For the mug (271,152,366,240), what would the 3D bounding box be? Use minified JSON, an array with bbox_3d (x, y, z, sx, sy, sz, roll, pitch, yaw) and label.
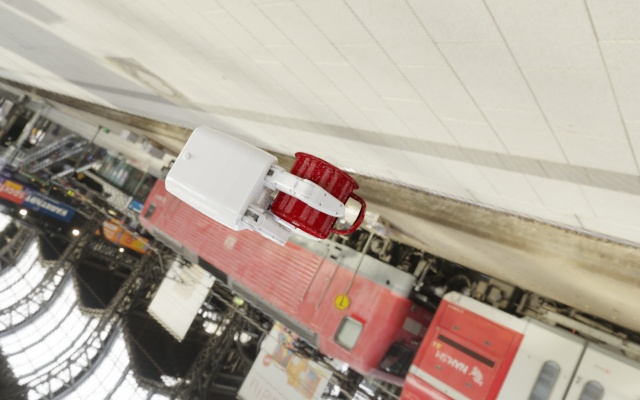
[{"bbox_3d":[0.001,0.003,0.599,0.117,0.081,0.093,27,-8,12],"label":"mug"}]
